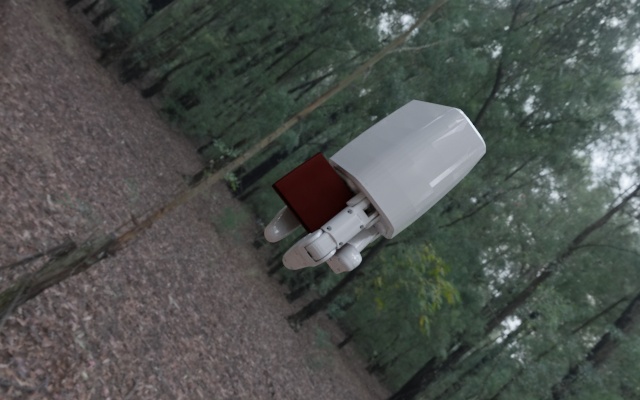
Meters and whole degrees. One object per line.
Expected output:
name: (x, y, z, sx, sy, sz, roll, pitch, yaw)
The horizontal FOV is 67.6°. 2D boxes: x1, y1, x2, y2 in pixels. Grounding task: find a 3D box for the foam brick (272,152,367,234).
foam brick: (0.000, 0.001, 0.430, 0.051, 0.078, 0.053, -38, 6, -1)
